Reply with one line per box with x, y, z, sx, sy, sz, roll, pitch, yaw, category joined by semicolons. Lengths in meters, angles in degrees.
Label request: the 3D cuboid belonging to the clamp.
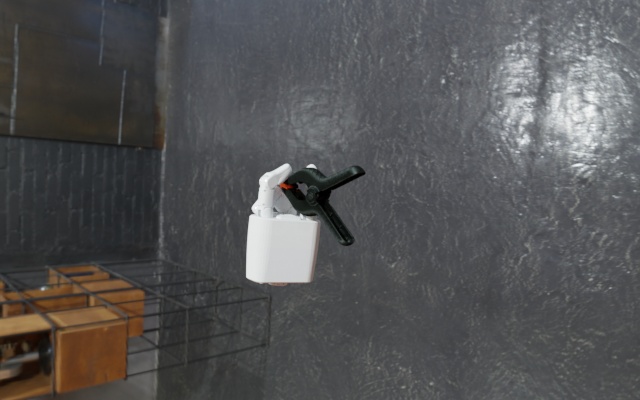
0.000;0.002;0.750;0.039;0.120;0.171;5;2;-42;clamp
